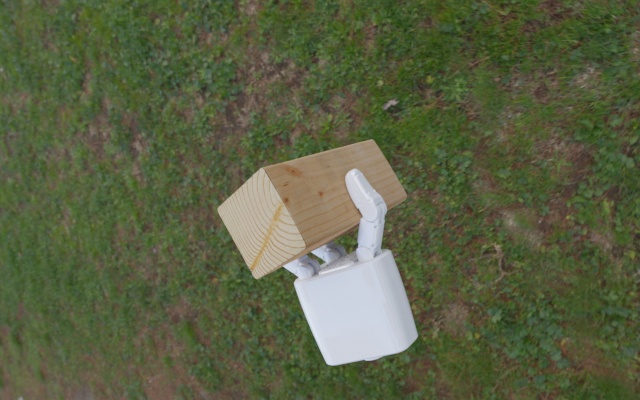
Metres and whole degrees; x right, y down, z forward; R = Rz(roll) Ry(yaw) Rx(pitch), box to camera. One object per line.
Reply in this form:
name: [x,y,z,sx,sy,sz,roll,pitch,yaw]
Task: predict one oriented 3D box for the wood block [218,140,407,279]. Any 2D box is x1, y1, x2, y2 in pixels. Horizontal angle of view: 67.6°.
wood block: [0.000,0.002,0.554,0.091,0.090,0.206,-35,-9,39]
